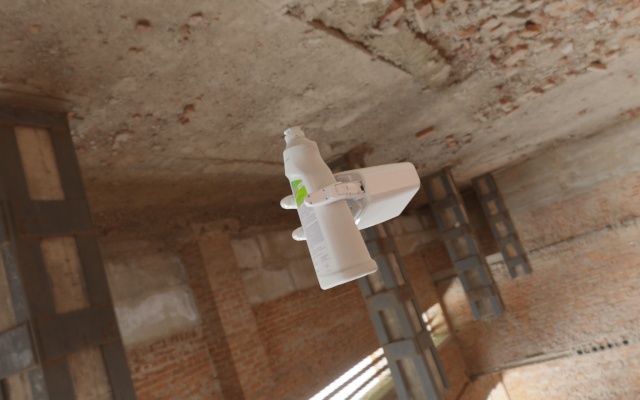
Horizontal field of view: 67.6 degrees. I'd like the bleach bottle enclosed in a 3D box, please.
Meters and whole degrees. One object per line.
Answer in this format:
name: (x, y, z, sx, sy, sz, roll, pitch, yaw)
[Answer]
bleach bottle: (0.000, 0.002, 0.724, 0.068, 0.250, 0.102, -14, -12, -28)
